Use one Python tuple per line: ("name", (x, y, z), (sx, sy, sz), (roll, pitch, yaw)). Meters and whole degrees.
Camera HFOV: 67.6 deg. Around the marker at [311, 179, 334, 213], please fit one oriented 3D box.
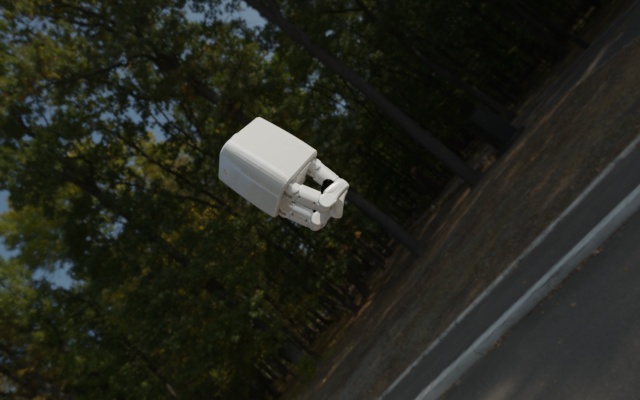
("marker", (0.000, 0.002, 0.734), (0.020, 0.020, 0.121), (0, -28, -14))
